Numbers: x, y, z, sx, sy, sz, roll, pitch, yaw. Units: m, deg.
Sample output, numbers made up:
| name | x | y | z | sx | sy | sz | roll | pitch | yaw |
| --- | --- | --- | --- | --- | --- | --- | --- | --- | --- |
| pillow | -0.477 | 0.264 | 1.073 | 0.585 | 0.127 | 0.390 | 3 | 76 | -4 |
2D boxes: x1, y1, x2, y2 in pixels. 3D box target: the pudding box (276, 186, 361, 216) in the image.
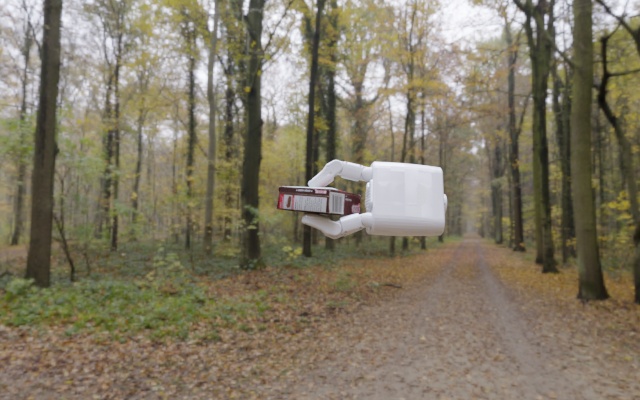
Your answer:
| name | x | y | z | sx | sy | sz | roll | pitch | yaw |
| --- | --- | --- | --- | --- | --- | --- | --- | --- | --- |
| pudding box | 0.000 | 0.002 | 0.735 | 0.090 | 0.039 | 0.113 | 3 | -4 | 28 |
